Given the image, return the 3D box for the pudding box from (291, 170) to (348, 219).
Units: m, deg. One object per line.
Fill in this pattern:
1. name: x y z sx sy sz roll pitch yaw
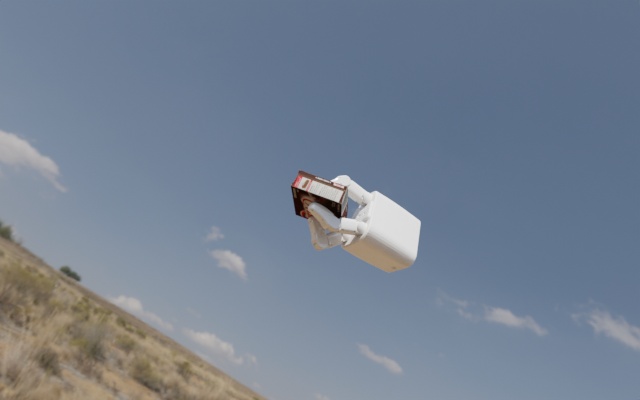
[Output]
1. pudding box: 0.000 0.003 0.814 0.090 0.039 0.114 19 -27 11
